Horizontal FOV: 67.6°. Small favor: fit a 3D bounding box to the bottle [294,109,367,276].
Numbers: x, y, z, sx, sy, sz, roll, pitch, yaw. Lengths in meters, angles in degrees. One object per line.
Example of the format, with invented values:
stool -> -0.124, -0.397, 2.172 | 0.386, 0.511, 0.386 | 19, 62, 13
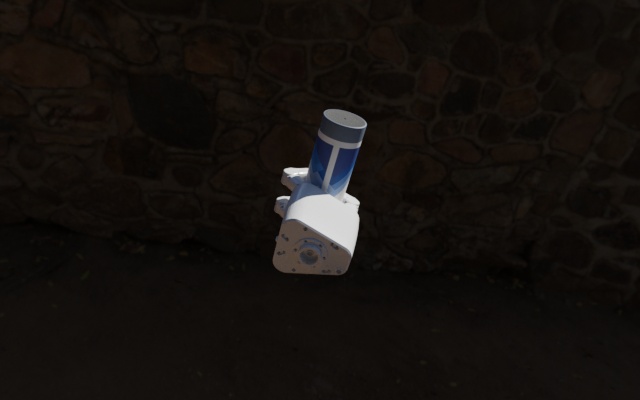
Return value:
bottle -> 0.000, 0.002, 0.773 | 0.069, 0.296, 0.069 | 12, 29, -7
